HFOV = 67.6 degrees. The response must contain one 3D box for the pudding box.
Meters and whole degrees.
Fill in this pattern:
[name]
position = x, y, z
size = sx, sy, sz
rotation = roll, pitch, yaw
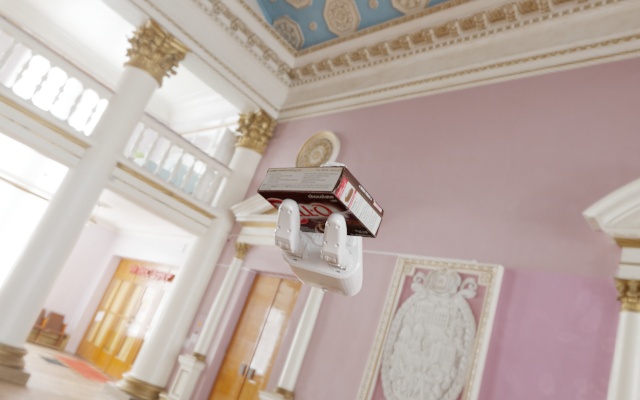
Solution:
[pudding box]
position = 0.000, 0.002, 0.525
size = 0.113, 0.039, 0.090
rotation = -1, -32, 40
